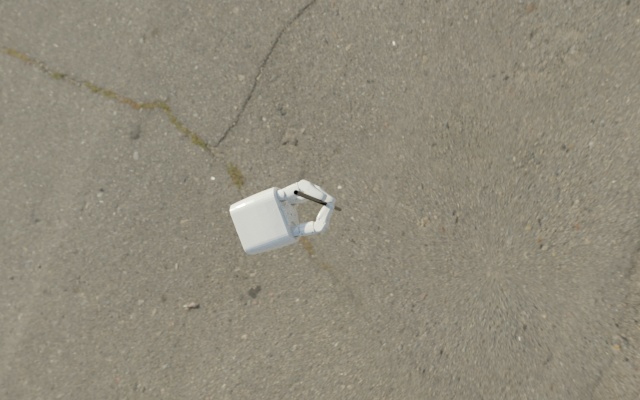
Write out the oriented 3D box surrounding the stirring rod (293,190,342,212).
[{"bbox_3d":[0.000,0.003,0.894,0.011,0.011,0.239,0,-8,20],"label":"stirring rod"}]
